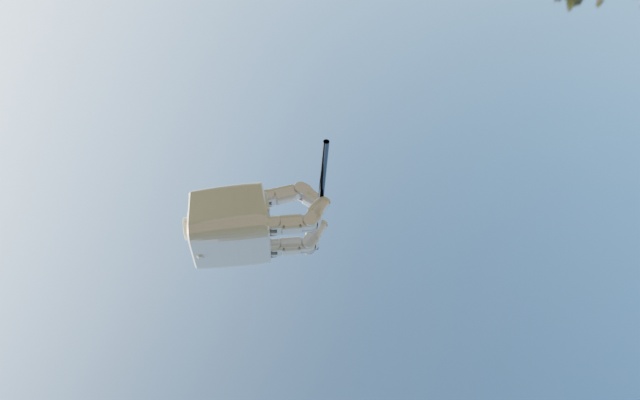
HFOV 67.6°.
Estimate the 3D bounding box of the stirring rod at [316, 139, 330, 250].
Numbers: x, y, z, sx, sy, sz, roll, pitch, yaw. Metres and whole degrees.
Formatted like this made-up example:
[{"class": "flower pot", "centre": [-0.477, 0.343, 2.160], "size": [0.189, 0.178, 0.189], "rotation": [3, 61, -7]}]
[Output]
[{"class": "stirring rod", "centre": [0.000, 0.002, 0.681], "size": [0.011, 0.011, 0.240], "rotation": [0, -38, -4]}]
